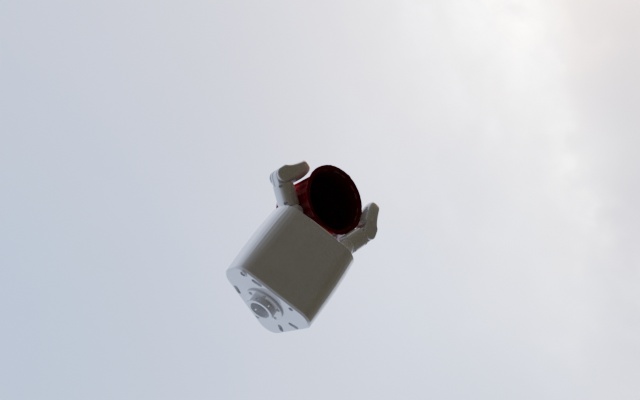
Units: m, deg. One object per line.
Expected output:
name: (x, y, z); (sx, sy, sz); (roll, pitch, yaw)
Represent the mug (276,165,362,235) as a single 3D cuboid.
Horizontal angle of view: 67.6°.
mug: (0.001, 0.001, 0.643); (0.081, 0.093, 0.117); (-24, 21, 47)
